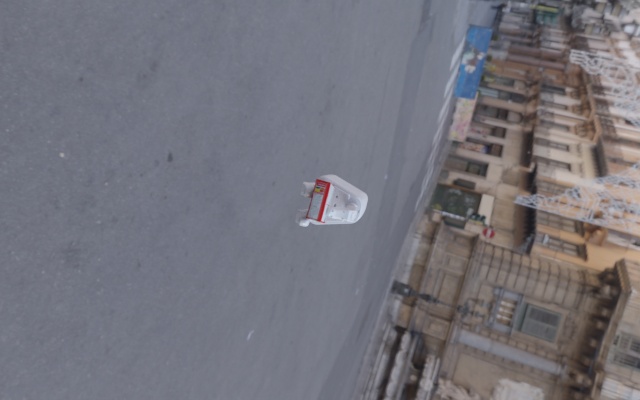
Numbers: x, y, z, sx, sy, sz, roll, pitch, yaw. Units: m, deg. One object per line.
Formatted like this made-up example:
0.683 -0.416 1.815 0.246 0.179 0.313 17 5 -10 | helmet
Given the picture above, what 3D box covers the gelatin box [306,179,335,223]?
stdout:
0.001 0.003 0.877 0.030 0.073 0.089 15 -2 7 | gelatin box
